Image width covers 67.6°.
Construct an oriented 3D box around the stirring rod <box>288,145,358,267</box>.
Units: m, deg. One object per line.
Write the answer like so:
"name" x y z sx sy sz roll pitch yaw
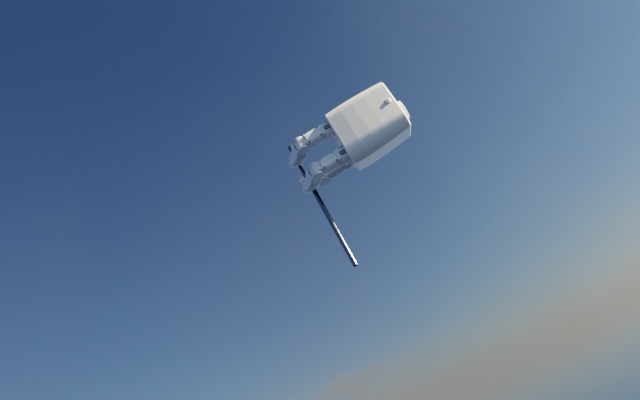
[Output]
"stirring rod" 0.000 0.003 0.764 0.011 0.239 0.011 -23 -27 -12
